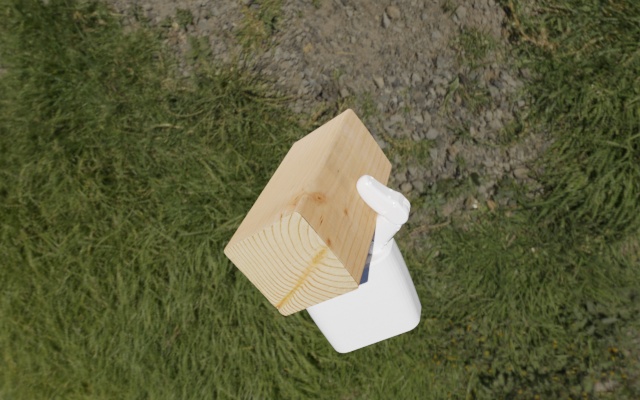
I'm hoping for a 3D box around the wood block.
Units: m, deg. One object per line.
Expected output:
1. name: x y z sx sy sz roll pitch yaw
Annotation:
1. wood block: 0.001 0.002 0.487 0.091 0.090 0.206 -27 22 30
